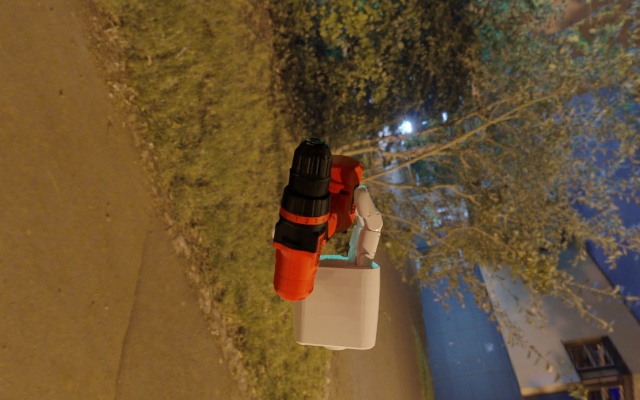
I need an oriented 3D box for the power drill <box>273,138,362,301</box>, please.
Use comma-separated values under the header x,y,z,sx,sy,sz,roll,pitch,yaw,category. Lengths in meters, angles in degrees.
x,y,z,sx,sy,sz,roll,pitch,yaw,category
0.000,0.002,0.569,0.057,0.184,0.187,17,23,13,power drill
